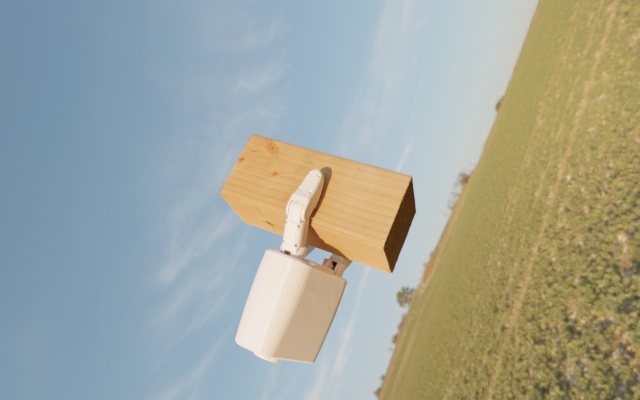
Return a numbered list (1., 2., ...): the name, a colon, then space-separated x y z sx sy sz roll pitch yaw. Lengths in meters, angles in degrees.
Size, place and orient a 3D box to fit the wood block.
1. wood block: 0.000 0.002 0.571 0.206 0.090 0.091 17 -21 22
